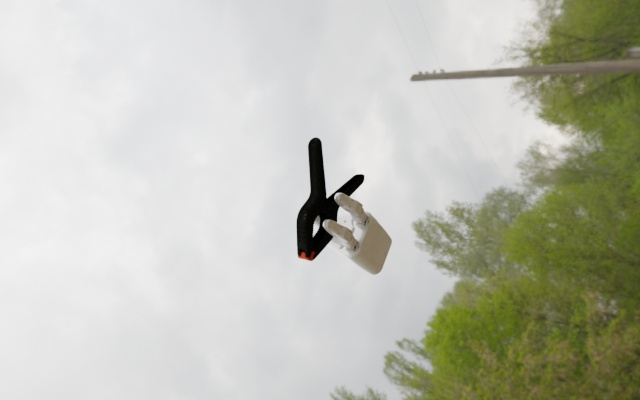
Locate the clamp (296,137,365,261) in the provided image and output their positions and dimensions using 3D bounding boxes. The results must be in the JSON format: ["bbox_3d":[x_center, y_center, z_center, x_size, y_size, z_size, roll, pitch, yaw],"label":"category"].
[{"bbox_3d":[-0.001,0.003,0.860,0.036,0.210,0.165,7,-25,42],"label":"clamp"}]
